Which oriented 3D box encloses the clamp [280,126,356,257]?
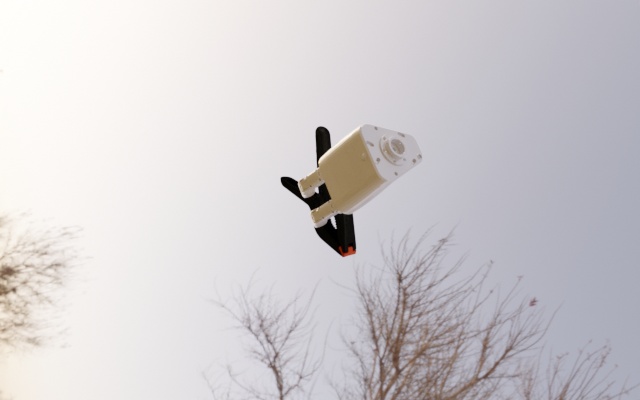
[{"bbox_3d":[0.001,0.003,0.815,0.036,0.210,0.165,-11,-17,-35],"label":"clamp"}]
